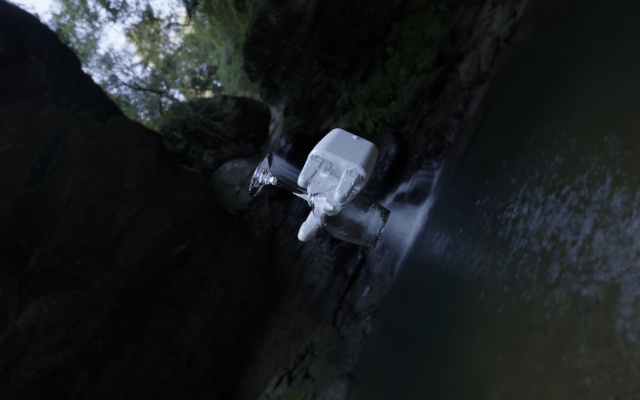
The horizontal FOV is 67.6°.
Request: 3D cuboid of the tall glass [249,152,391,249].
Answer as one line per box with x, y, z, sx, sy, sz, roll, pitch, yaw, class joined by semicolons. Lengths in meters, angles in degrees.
-0.001;0.002;0.709;0.201;0.079;0.079;25;2;5;tall glass
